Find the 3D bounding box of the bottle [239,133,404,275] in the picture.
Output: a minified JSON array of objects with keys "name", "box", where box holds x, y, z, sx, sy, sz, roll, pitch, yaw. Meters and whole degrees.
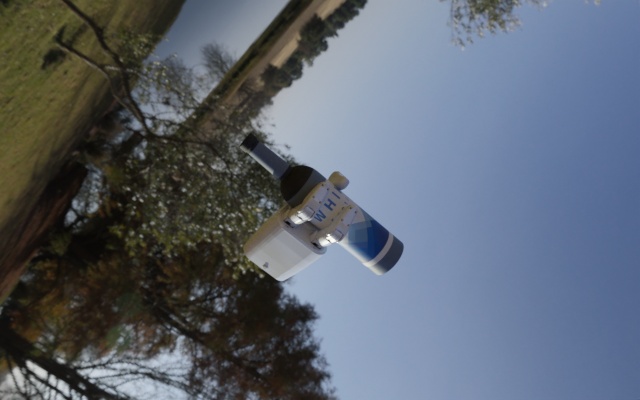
[{"name":"bottle","box":[0.000,0.002,0.730,0.296,0.069,0.069,39,-12,-14]}]
